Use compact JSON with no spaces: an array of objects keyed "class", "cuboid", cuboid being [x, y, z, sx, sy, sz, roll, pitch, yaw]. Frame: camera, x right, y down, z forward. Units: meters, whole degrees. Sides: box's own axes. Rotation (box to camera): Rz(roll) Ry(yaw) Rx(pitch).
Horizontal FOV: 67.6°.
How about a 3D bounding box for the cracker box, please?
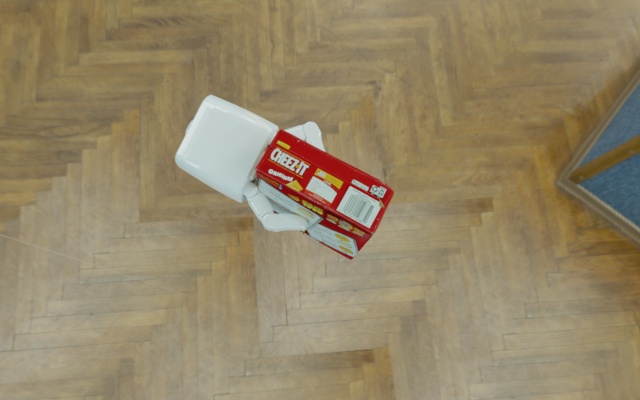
[{"class":"cracker box","cuboid":[0.000,0.002,0.670,0.164,0.072,0.214,28,-15,4]}]
